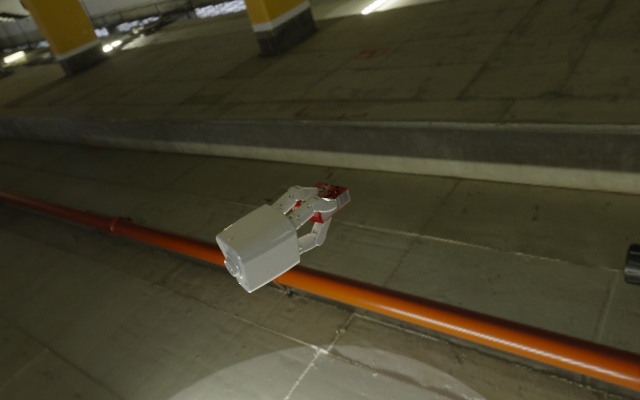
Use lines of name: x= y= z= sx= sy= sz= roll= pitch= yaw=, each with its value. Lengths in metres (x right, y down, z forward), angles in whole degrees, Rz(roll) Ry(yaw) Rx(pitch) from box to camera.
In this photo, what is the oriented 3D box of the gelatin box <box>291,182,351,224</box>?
gelatin box: x=0.000 y=0.003 z=0.882 sx=0.073 sy=0.030 sz=0.089 roll=13 pitch=39 yaw=40
